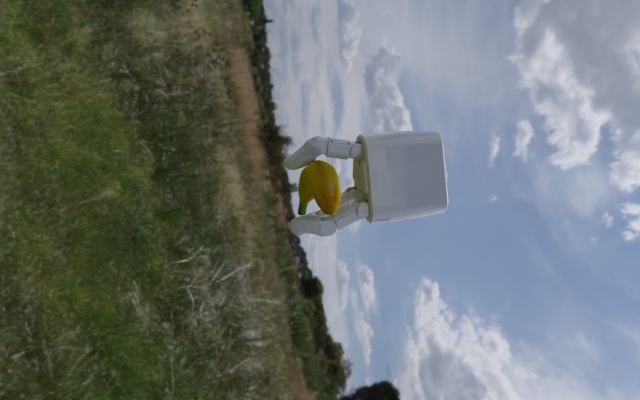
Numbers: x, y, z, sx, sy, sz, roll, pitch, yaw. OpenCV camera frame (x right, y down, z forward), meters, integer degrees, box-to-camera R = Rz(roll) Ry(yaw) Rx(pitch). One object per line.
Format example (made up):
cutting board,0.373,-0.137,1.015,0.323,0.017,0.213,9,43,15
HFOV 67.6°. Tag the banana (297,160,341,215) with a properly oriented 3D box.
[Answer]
banana,-0.002,-0.017,0.590,0.037,0.069,0.198,-3,-2,-9
